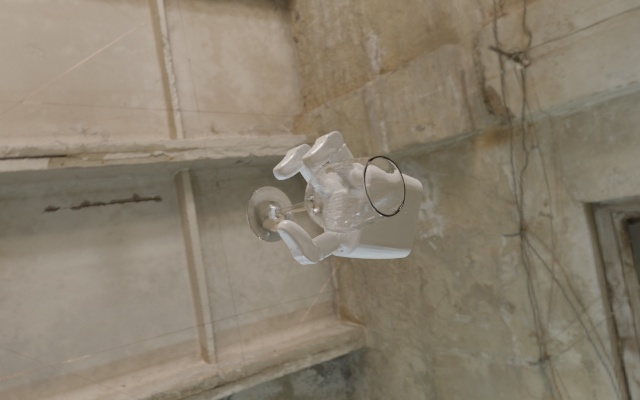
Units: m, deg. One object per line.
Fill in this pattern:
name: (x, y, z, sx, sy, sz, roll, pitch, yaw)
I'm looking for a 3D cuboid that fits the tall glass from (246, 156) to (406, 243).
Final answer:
tall glass: (0.000, 0.002, 0.545, 0.079, 0.079, 0.201, 0, -9, -41)
